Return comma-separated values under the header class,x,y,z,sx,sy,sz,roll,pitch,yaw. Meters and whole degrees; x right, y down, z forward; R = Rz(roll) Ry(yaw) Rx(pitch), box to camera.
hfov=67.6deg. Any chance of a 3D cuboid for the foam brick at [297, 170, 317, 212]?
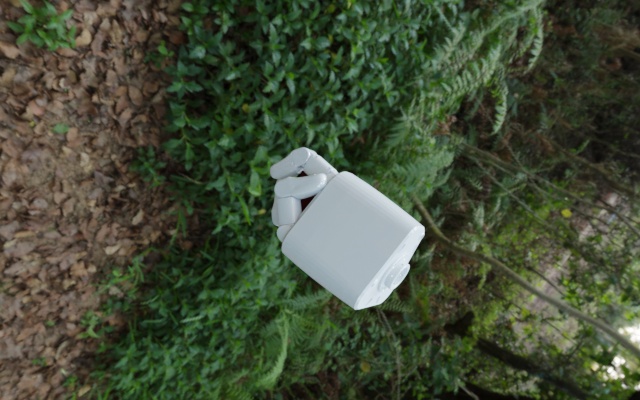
class,x,y,z,sx,sy,sz,roll,pitch,yaw
foam brick,0.000,0.002,0.588,0.051,0.053,0.078,36,12,26
